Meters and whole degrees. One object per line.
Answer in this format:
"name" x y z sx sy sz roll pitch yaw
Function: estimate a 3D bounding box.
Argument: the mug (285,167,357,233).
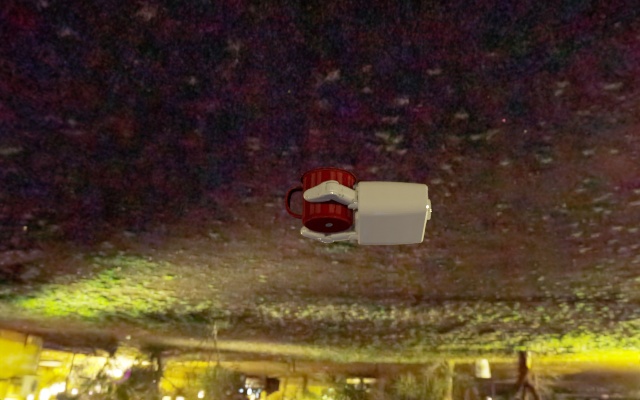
"mug" -0.001 0.003 0.774 0.117 0.081 0.093 0 -23 4
